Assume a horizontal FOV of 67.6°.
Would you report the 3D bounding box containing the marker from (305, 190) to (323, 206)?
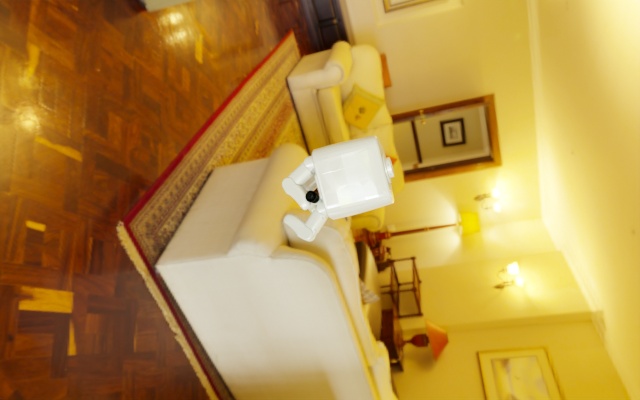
[{"bbox_3d":[0.000,0.003,0.787,0.020,0.020,0.121,0,-10,16],"label":"marker"}]
